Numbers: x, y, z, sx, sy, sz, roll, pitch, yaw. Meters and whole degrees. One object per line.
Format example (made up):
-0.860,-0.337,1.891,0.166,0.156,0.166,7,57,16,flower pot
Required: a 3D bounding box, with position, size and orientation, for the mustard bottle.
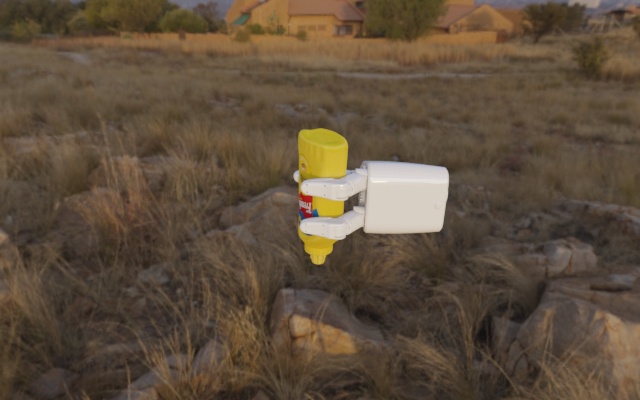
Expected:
0.000,0.002,0.668,0.058,0.192,0.096,-8,25,-22,mustard bottle
